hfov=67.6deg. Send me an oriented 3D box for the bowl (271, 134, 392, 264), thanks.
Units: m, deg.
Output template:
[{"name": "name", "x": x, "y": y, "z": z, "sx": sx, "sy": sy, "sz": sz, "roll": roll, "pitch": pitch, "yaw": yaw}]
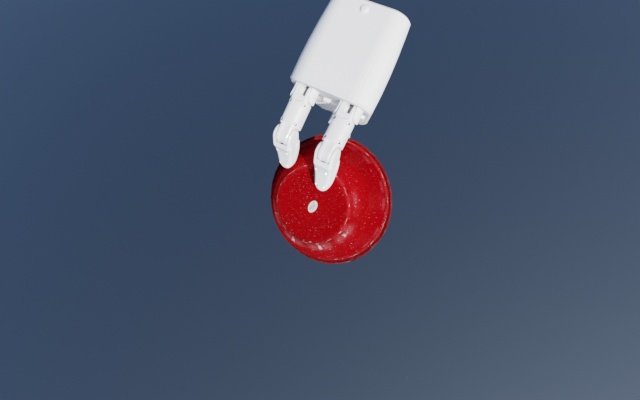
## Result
[{"name": "bowl", "x": 0.000, "y": 0.003, "z": 0.570, "sx": 0.162, "sy": 0.162, "sz": 0.055, "roll": 0, "pitch": 7, "yaw": 23}]
